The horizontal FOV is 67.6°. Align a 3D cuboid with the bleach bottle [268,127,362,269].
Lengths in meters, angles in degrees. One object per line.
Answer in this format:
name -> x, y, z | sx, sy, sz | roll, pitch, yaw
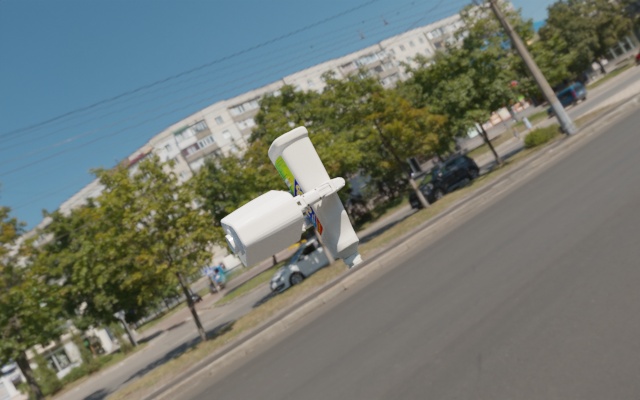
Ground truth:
bleach bottle -> 0.000, 0.003, 0.832 | 0.068, 0.251, 0.102 | -30, -3, -18
